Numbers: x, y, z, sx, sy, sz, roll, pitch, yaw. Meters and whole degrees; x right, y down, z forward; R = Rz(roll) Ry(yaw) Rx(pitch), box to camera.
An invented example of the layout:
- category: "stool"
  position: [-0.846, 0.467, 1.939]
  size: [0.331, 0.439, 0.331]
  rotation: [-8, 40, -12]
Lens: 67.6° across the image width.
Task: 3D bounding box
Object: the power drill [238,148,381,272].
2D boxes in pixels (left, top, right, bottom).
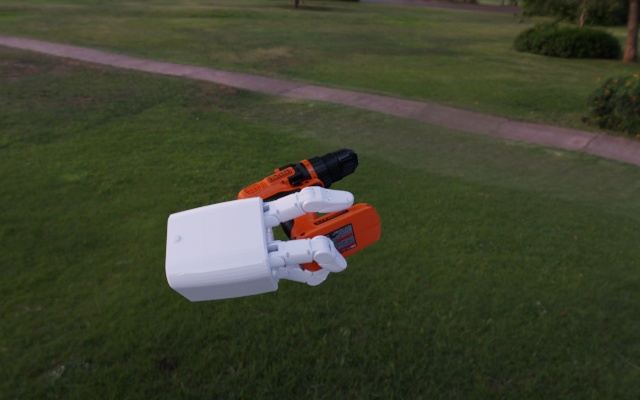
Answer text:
- category: "power drill"
  position: [0.000, 0.002, 0.621]
  size: [0.184, 0.057, 0.187]
  rotation: [-26, 32, -13]
